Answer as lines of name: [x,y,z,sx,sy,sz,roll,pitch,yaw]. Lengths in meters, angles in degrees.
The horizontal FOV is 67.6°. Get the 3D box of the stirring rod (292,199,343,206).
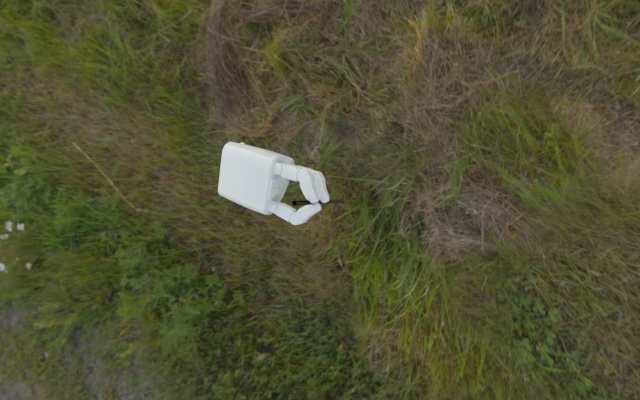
stirring rod: [0.000,0.003,0.867,0.011,0.011,0.239,0,1,20]
